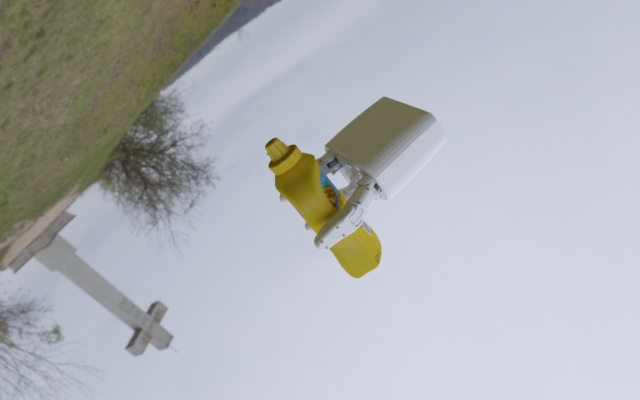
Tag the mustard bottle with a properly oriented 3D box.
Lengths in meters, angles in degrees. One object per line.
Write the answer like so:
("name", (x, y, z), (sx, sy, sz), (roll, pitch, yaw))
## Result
("mustard bottle", (0.000, 0.002, 0.573), (0.058, 0.192, 0.096), (-33, 24, 13))
